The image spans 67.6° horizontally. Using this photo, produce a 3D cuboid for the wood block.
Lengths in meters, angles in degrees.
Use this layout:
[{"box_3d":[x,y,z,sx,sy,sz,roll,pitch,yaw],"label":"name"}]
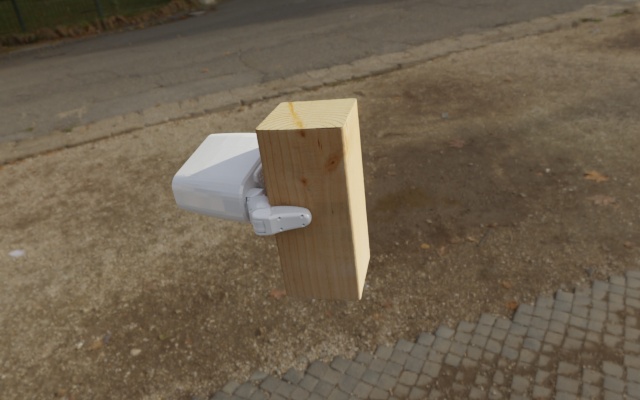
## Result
[{"box_3d":[0.000,0.002,0.534,0.090,0.206,0.090,0,29,15],"label":"wood block"}]
